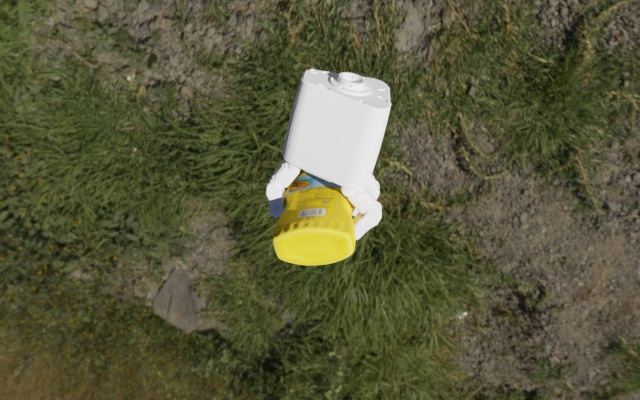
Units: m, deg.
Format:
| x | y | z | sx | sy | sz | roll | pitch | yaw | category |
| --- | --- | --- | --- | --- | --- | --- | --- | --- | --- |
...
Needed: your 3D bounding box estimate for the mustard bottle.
| x | y | z | sx | sy | sz | roll | pitch | yaw | category |
| --- | --- | --- | --- | --- | --- | --- | --- | --- | --- |
| 0.000 | 0.002 | 0.627 | 0.096 | 0.058 | 0.191 | -6 | 33 | 11 | mustard bottle |
